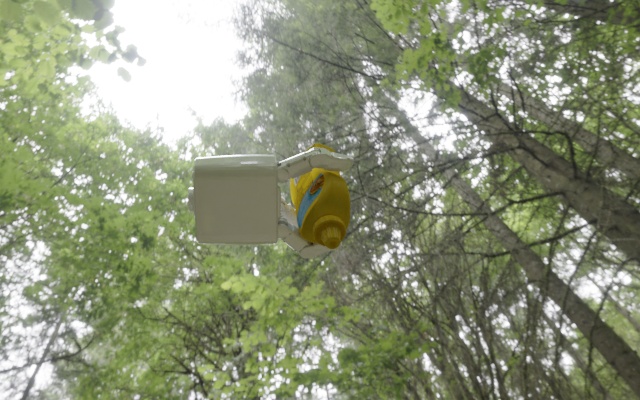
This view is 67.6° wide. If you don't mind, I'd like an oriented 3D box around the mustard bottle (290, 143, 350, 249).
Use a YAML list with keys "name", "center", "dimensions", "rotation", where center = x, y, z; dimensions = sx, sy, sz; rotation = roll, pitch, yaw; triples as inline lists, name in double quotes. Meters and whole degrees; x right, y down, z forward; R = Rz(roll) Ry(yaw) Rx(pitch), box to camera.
- name: "mustard bottle"
  center: [0.000, 0.002, 0.650]
  dimensions: [0.058, 0.096, 0.191]
  rotation: [21, 25, -21]
